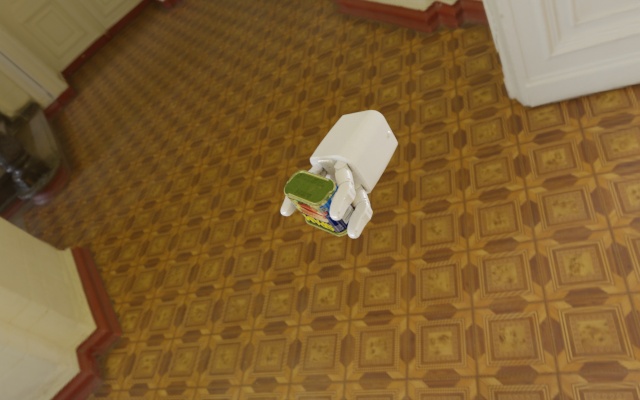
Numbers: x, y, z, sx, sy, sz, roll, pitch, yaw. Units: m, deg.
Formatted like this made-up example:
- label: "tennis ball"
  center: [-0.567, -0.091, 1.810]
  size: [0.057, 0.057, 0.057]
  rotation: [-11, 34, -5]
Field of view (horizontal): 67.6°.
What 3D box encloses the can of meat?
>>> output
- label: "can of meat"
  center: [0.000, 0.002, 0.764]
  size: [0.102, 0.057, 0.084]
  rotation: [20, -22, 44]
